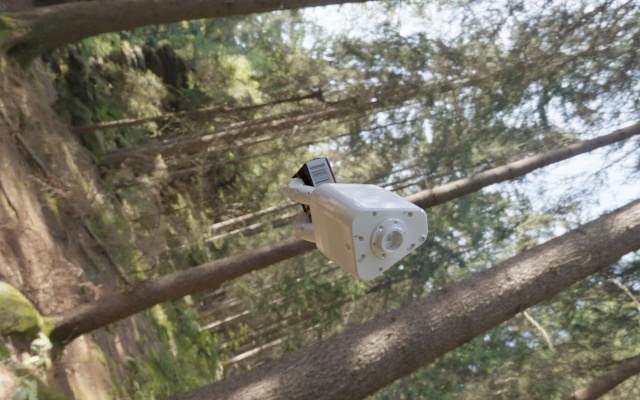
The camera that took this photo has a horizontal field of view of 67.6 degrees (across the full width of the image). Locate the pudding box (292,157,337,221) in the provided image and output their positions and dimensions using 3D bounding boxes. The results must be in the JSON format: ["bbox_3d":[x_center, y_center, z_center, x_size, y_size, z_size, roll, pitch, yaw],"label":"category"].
[{"bbox_3d":[0.000,0.002,0.702,0.039,0.113,0.090,-16,-7,-19],"label":"pudding box"}]
